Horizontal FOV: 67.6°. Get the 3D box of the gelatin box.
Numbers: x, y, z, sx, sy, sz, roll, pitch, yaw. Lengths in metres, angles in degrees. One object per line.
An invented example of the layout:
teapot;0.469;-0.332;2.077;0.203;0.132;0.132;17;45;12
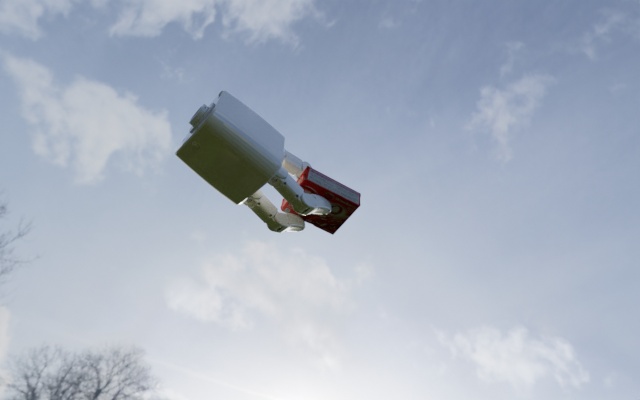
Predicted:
gelatin box;0.000;0.002;0.667;0.089;0.030;0.073;26;-49;-16
